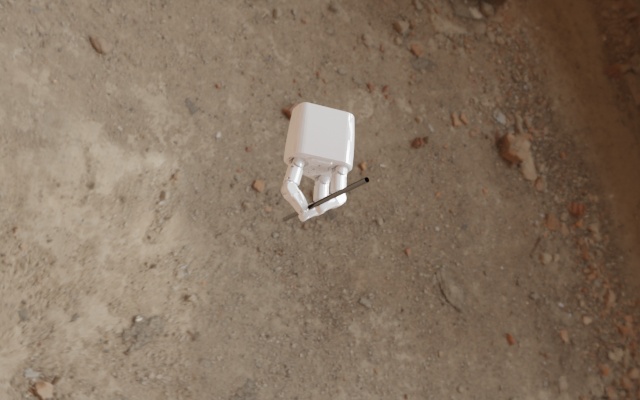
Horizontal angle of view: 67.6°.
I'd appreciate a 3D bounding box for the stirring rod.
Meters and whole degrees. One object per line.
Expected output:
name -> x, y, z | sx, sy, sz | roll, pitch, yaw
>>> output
stirring rod -> 0.000, 0.002, 0.764 | 0.011, 0.011, 0.239 | 0, -15, -34
